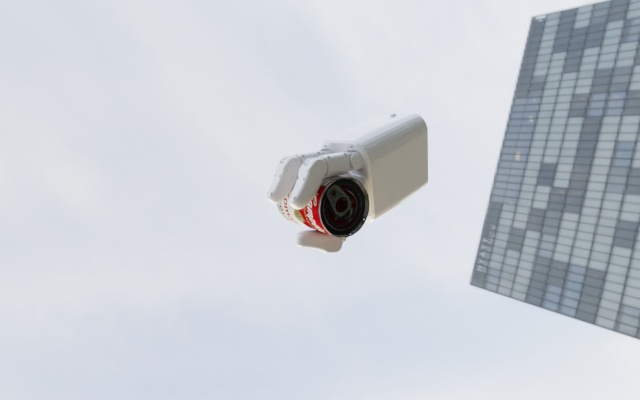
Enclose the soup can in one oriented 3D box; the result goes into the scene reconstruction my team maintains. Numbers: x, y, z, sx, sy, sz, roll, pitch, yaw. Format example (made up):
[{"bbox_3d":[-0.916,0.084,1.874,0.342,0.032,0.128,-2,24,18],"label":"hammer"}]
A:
[{"bbox_3d":[0.000,0.002,0.567,0.068,0.068,0.102,0,7,-33],"label":"soup can"}]
